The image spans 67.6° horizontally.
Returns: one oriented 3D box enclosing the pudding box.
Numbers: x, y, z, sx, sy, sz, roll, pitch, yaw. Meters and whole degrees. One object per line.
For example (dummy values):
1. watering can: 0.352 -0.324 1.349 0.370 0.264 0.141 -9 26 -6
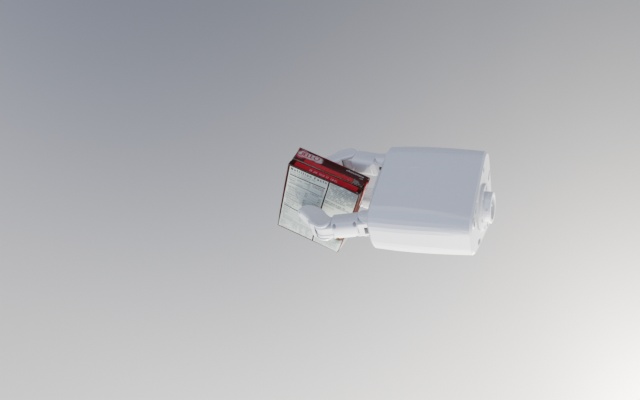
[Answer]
1. pudding box: 0.000 0.002 0.573 0.090 0.114 0.039 25 45 9
